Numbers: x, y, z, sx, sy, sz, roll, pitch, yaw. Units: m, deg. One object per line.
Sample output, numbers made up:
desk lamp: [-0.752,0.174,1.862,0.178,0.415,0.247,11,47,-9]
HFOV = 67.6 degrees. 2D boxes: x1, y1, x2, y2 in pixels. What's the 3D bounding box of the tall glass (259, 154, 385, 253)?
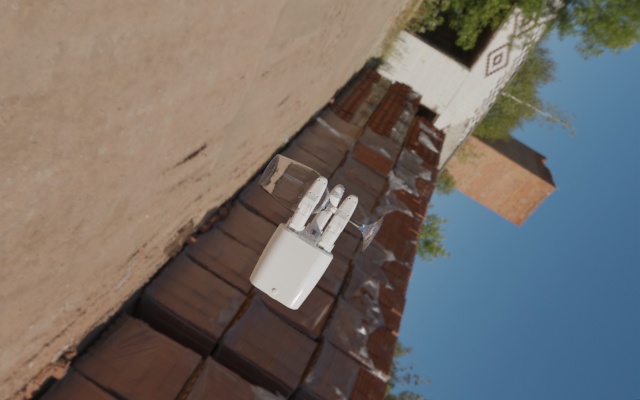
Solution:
tall glass: [0.001,0.003,0.777,0.201,0.079,0.079,32,1,2]
